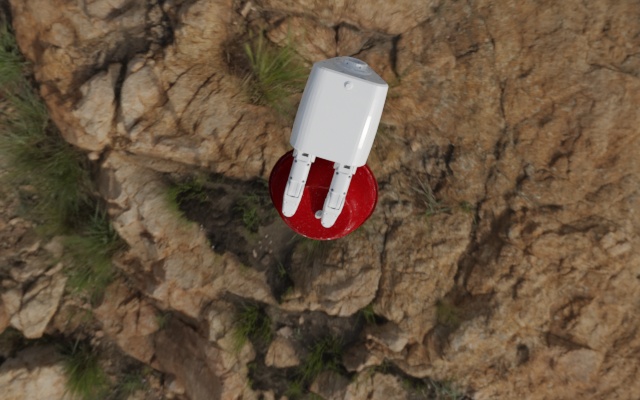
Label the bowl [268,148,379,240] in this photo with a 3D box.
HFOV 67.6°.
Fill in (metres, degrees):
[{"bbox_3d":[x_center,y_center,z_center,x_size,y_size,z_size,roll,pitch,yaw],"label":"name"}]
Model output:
[{"bbox_3d":[0.000,0.004,0.676,0.162,0.162,0.055,0,36,9],"label":"bowl"}]
